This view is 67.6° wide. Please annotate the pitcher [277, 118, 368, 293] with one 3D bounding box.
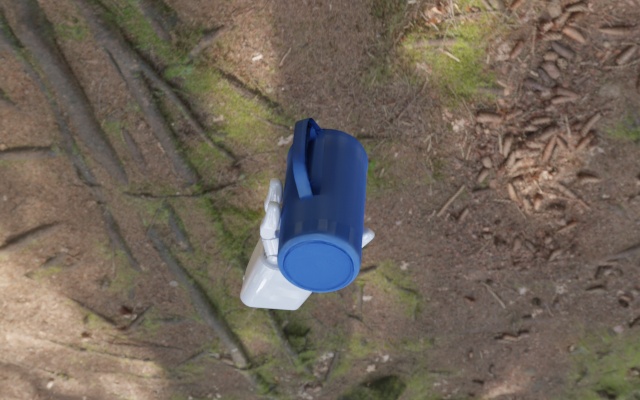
[{"bbox_3d":[0.000,0.002,0.690,0.149,0.145,0.242,23,36,-14],"label":"pitcher"}]
